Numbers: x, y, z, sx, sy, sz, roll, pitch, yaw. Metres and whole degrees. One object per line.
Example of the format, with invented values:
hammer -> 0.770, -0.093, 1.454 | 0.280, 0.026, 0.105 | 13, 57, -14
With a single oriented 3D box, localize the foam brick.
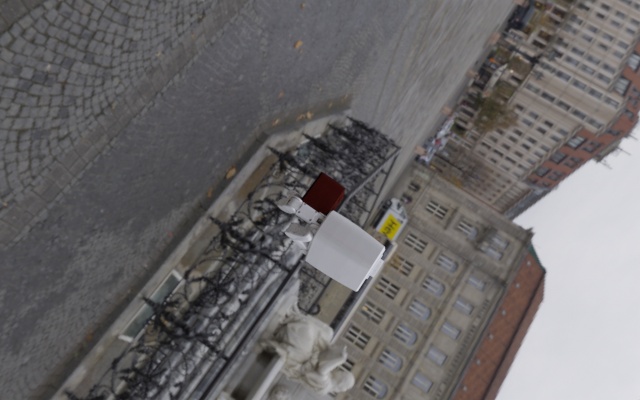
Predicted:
foam brick -> 0.000, 0.002, 0.820 | 0.051, 0.078, 0.053 | 32, -19, 10
